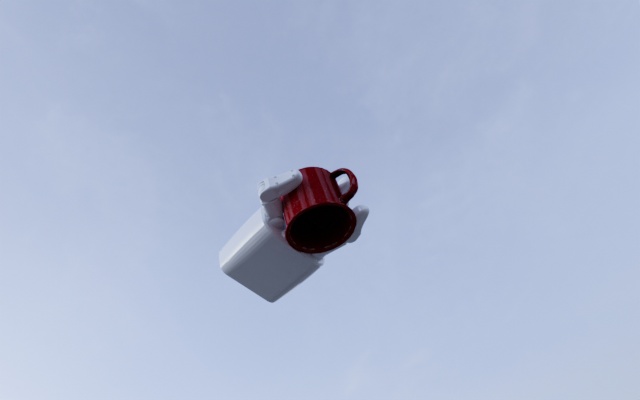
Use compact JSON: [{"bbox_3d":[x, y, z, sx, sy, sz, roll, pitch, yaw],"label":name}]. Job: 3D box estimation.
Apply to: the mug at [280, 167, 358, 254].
[{"bbox_3d":[0.001,0.001,0.624,0.093,0.081,0.117,30,-62,-38],"label":"mug"}]
